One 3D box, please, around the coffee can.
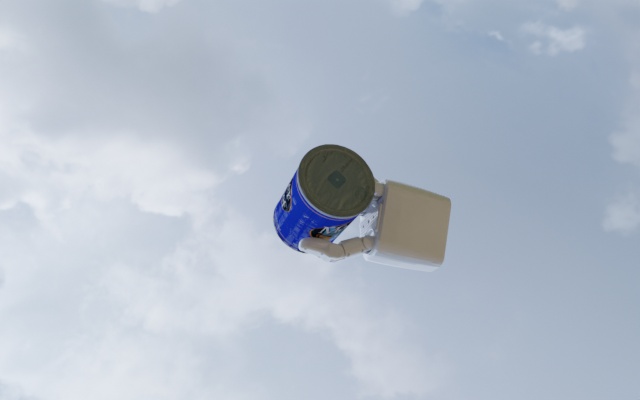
[{"bbox_3d":[0.000,0.002,0.655,0.103,0.102,0.140,0,-24,-20],"label":"coffee can"}]
